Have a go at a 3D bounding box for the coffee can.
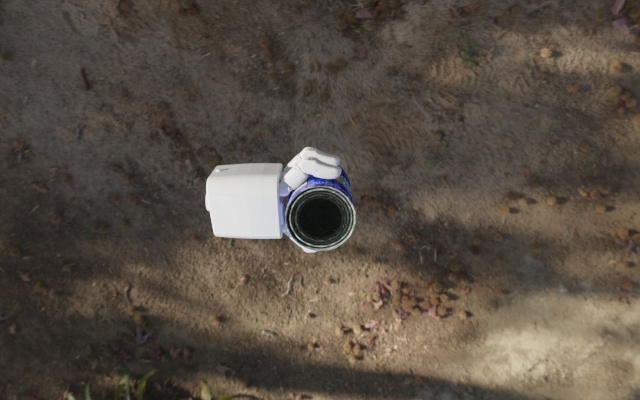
[{"bbox_3d":[0.000,0.002,0.747,0.103,0.103,0.140,0,20,0],"label":"coffee can"}]
